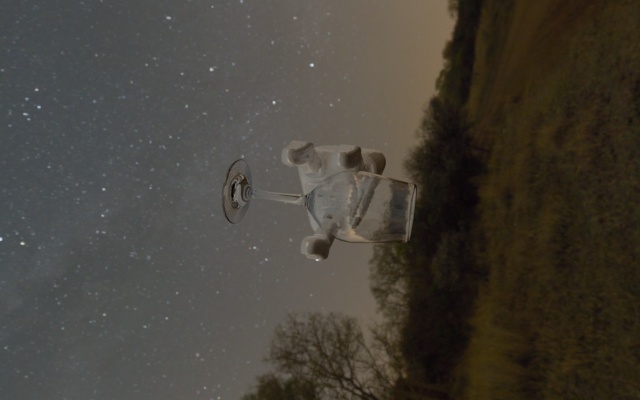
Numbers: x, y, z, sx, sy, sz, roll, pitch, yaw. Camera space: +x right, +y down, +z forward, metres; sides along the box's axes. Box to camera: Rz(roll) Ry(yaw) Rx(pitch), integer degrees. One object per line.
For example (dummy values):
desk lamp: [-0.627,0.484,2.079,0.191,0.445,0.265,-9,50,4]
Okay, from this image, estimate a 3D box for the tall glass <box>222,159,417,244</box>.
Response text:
tall glass: [-0.001,0.002,0.520,0.201,0.079,0.079,7,2,15]
